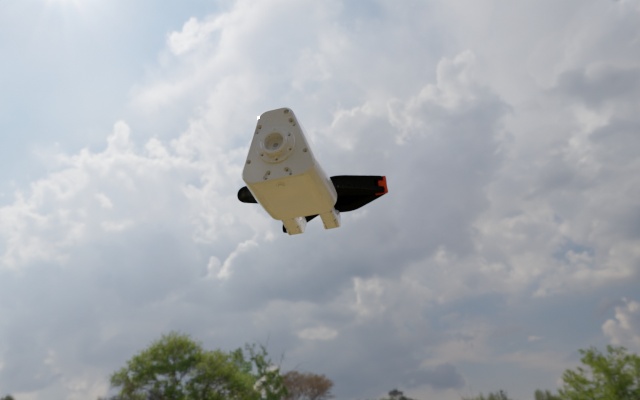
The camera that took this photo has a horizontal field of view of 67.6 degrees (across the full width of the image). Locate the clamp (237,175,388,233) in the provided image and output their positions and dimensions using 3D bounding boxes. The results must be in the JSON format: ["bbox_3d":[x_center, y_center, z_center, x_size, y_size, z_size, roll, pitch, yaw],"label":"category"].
[{"bbox_3d":[0.001,0.001,0.730,0.210,0.036,0.165,-10,-24,11],"label":"clamp"}]
